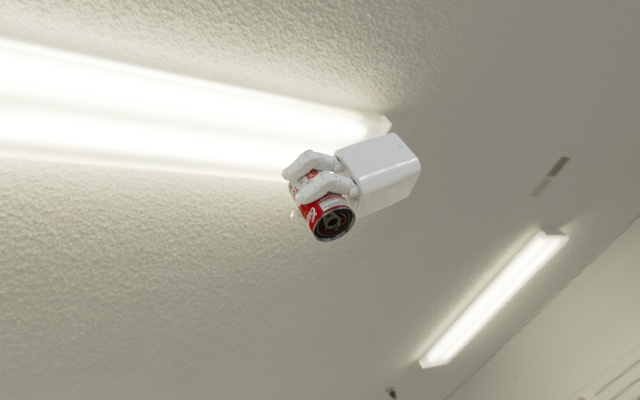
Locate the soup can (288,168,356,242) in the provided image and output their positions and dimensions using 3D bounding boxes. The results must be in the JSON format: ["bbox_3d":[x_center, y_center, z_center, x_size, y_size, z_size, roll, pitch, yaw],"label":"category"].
[{"bbox_3d":[0.000,0.002,0.718,0.068,0.068,0.102,0,42,-33],"label":"soup can"}]
